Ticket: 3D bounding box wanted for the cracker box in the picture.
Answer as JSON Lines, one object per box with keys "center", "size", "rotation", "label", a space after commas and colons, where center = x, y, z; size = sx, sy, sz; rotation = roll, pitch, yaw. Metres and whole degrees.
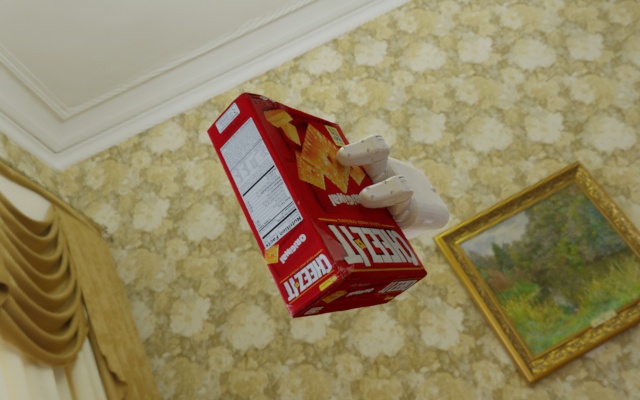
{"center": [0.000, 0.002, 0.487], "size": [0.072, 0.213, 0.164], "rotation": [-42, -28, 26], "label": "cracker box"}
